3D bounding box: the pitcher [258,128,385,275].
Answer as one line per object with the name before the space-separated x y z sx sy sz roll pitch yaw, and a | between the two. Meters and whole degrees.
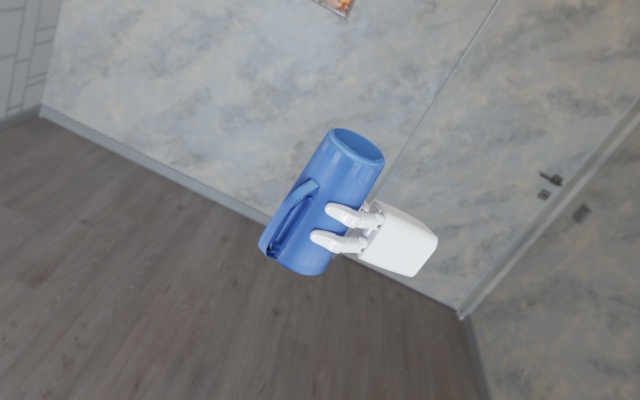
pitcher | 0.000 0.003 0.815 0.145 0.243 0.149 24 27 -13
